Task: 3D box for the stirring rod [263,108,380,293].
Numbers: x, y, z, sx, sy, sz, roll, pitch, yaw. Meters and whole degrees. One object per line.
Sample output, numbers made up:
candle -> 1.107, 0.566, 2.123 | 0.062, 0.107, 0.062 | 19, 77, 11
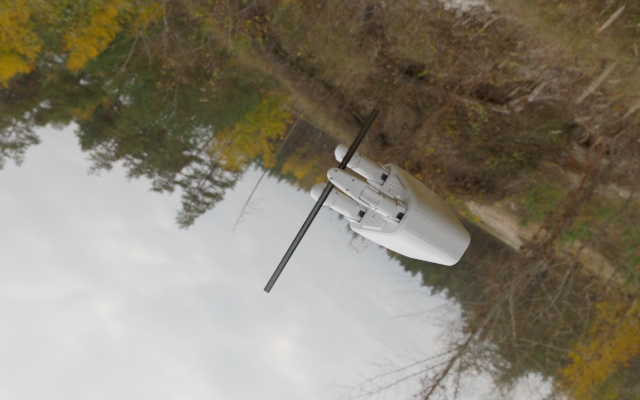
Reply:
stirring rod -> 0.000, 0.002, 0.539 | 0.011, 0.239, 0.011 | 31, 5, -3
